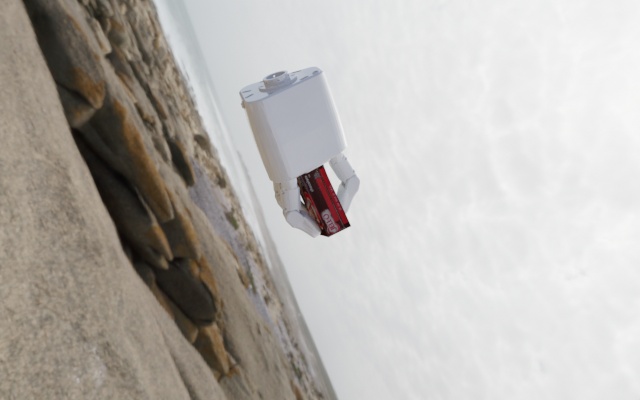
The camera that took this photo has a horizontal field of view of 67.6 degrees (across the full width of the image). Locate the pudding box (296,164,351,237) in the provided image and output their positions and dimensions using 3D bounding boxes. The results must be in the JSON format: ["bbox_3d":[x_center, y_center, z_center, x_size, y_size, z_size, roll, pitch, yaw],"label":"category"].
[{"bbox_3d":[0.000,0.002,0.654,0.039,0.090,0.113,-24,0,-5],"label":"pudding box"}]
